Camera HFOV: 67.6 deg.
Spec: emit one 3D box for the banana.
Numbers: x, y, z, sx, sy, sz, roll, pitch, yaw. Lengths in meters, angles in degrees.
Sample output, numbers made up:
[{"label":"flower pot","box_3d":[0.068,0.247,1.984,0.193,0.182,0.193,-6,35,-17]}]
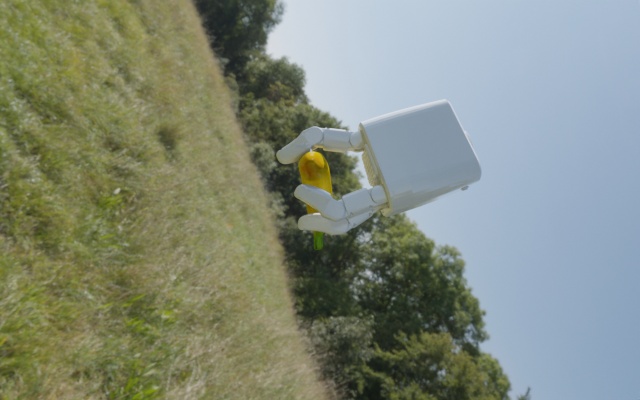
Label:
[{"label":"banana","box_3d":[-0.003,-0.012,0.595,0.037,0.069,0.198,-11,-32,-2]}]
